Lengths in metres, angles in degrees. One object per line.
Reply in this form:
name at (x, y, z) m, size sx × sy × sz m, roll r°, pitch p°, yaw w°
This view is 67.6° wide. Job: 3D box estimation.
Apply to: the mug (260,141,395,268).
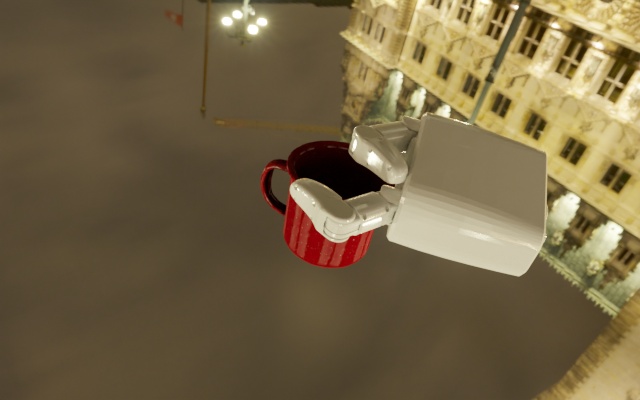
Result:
mug at (-0.001, 0.001, 0.427) m, size 0.117 × 0.082 × 0.093 m, roll 19°, pitch 37°, yaw 9°
